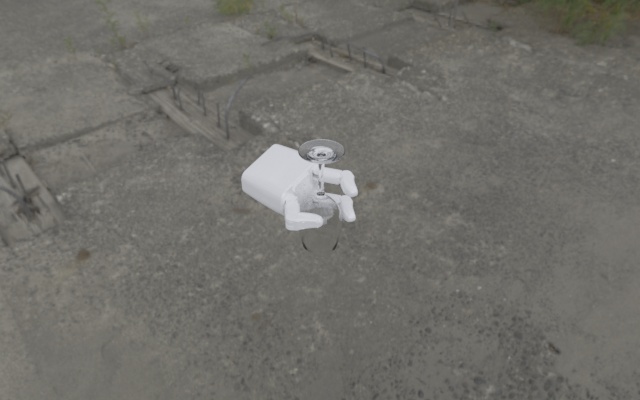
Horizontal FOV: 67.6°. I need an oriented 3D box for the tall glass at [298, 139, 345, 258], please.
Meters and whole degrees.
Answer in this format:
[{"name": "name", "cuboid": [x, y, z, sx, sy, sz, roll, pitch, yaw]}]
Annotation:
[{"name": "tall glass", "cuboid": [0.000, 0.002, 0.806, 0.079, 0.201, 0.079, 0, 36, 0]}]
